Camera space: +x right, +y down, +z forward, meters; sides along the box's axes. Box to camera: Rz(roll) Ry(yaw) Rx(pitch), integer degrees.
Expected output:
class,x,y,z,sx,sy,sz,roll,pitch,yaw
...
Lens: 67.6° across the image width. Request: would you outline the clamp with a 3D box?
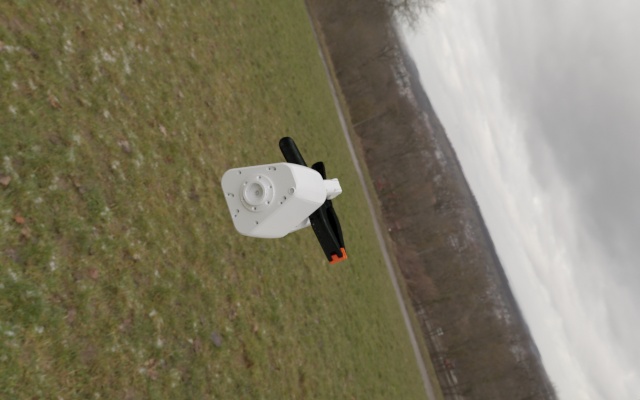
class,x,y,z,sx,sy,sz,roll,pitch,yaw
clamp,0.001,0.003,0.804,0.036,0.210,0.164,-23,-11,16
